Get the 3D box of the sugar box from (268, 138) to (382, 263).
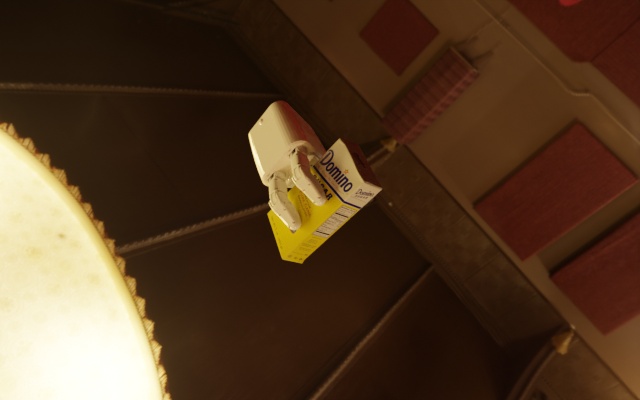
[{"bbox_3d":[0.000,0.002,0.689,0.048,0.093,0.176,16,-53,-41],"label":"sugar box"}]
